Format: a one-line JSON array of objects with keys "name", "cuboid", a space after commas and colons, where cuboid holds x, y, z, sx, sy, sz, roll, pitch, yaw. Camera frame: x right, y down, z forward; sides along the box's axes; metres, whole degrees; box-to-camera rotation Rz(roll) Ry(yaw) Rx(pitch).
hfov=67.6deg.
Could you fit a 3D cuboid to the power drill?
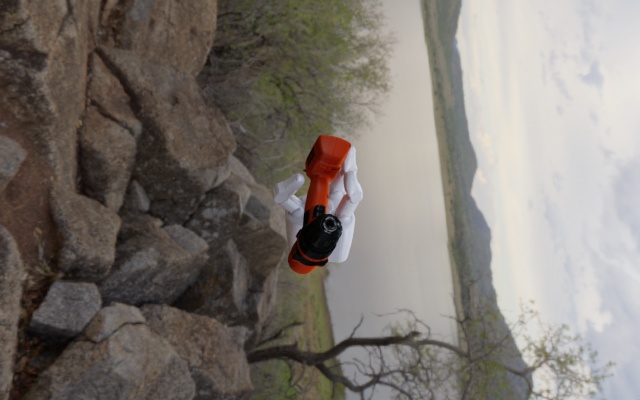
[{"name": "power drill", "cuboid": [0.000, 0.002, 0.694, 0.057, 0.187, 0.184, 16, -25, -10]}]
